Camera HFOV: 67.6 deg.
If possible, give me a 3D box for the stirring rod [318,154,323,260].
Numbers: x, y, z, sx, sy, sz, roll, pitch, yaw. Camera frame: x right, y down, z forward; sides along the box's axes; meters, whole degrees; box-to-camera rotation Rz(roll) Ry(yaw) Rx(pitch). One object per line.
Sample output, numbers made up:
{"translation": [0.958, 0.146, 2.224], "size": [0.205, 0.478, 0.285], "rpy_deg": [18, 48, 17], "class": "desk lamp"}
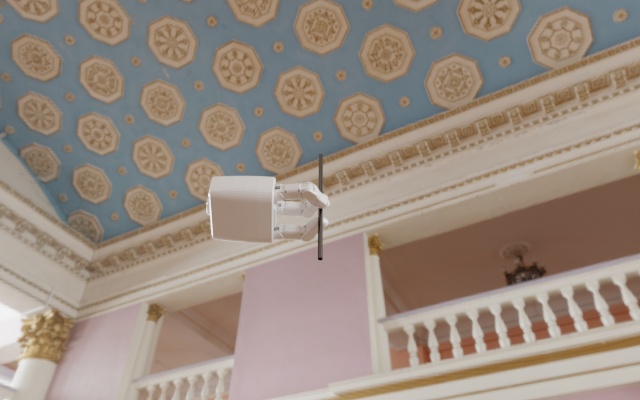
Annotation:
{"translation": [0.000, 0.003, 0.825], "size": [0.011, 0.239, 0.011], "rpy_deg": [0, -43, 0], "class": "stirring rod"}
